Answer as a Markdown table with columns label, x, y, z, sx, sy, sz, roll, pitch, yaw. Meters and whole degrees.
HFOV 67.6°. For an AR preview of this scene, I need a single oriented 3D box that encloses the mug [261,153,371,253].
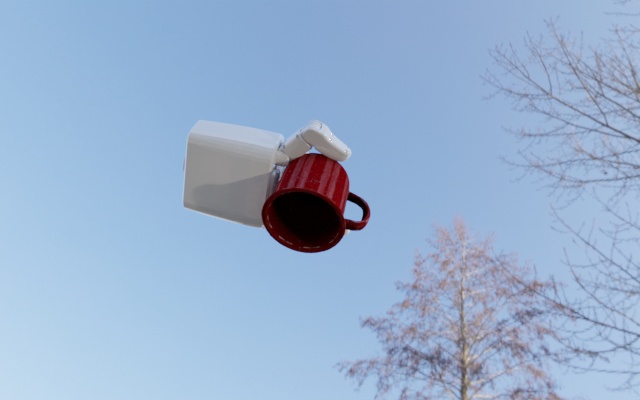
| label | x | y | z | sx | sy | sz | roll | pitch | yaw |
| --- | --- | --- | --- | --- | --- | --- | --- | --- | --- |
| mug | 0.002 | 0.002 | 0.544 | 0.117 | 0.093 | 0.081 | 13 | 40 | 3 |
